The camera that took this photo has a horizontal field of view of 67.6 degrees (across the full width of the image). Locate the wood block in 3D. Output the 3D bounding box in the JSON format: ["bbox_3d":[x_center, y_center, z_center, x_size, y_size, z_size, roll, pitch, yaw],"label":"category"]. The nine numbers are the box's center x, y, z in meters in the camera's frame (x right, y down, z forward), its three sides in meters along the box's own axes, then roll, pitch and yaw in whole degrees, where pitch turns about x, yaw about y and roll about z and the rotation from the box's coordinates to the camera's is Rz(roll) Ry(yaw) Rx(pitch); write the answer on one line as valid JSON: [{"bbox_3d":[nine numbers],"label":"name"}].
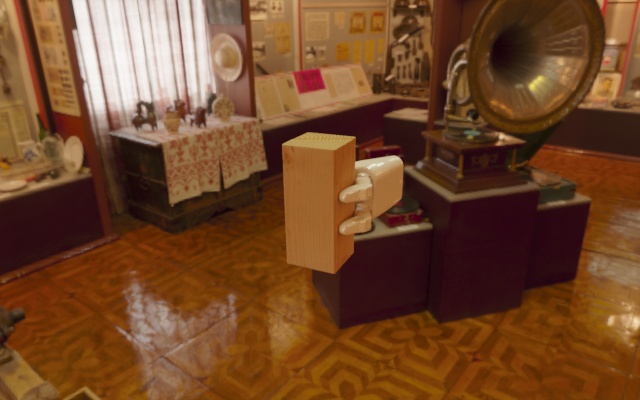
[{"bbox_3d":[0.000,0.002,0.781,0.091,0.206,0.090,9,24,24],"label":"wood block"}]
